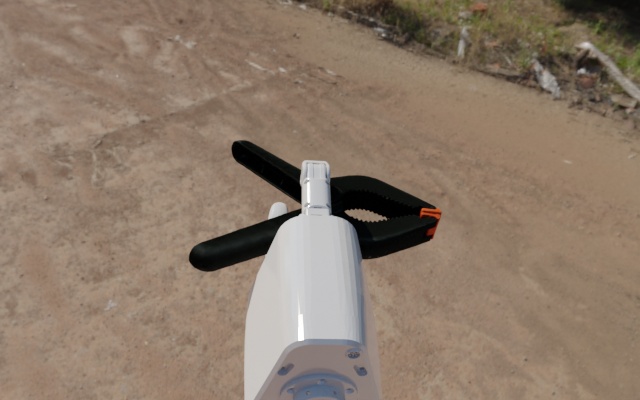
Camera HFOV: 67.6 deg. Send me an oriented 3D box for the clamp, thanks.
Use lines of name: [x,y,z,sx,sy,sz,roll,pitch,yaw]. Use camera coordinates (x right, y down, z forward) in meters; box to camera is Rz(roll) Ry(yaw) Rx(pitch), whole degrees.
clamp: [0.001,0.001,0.432,0.210,0.036,0.164,3,41,-6]
